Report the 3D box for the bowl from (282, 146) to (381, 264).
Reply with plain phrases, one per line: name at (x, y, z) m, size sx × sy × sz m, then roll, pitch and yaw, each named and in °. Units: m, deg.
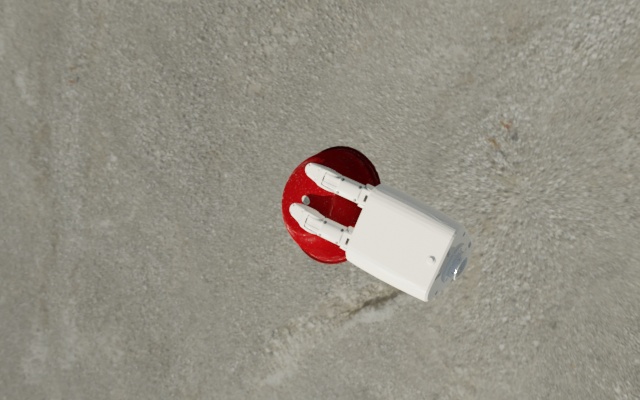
bowl at (-0.001, 0.002, 0.628) m, size 0.162 × 0.162 × 0.055 m, roll 0°, pitch -7°, yaw 41°
